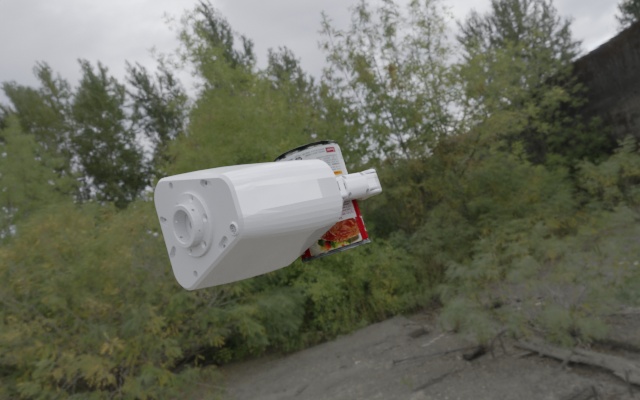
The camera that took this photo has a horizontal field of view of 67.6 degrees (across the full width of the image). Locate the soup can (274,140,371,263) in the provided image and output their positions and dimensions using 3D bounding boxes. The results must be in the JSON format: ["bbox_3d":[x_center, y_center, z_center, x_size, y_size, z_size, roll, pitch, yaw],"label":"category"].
[{"bbox_3d":[0.000,0.001,0.459,0.068,0.102,0.068,-17,-6,-2],"label":"soup can"}]
